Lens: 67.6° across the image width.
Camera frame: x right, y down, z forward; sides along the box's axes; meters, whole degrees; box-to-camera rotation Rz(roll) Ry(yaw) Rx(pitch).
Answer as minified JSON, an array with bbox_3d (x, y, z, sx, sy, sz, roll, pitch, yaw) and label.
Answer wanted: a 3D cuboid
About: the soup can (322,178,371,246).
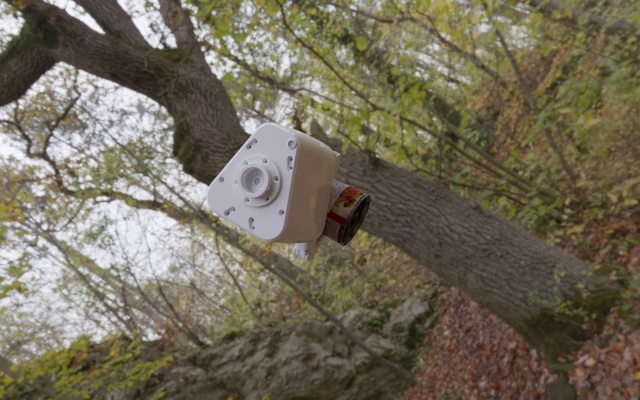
[{"bbox_3d":[0.000,0.002,0.580,0.102,0.068,0.068,28,9,17],"label":"soup can"}]
